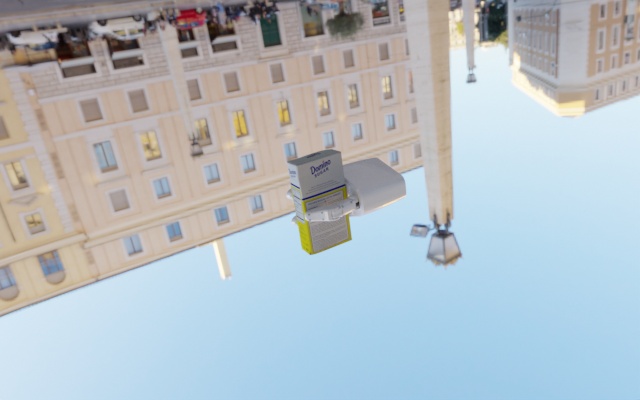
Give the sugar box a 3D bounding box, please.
[{"bbox_3d":[0.000,0.003,0.863,0.093,0.176,0.048,-19,22,-26],"label":"sugar box"}]
